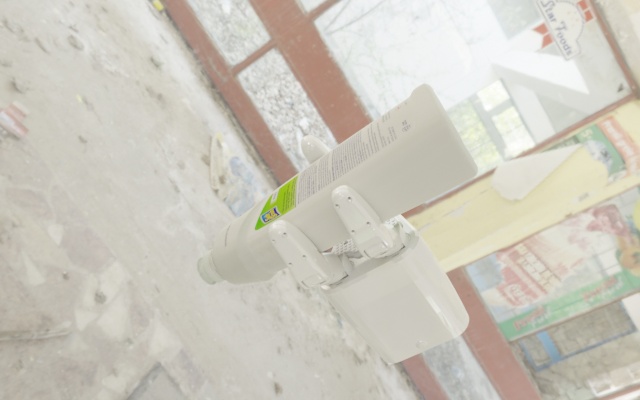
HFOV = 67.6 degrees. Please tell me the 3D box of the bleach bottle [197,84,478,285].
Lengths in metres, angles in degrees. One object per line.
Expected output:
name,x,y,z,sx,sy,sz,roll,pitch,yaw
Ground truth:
bleach bottle,0.000,0.001,0.409,0.251,0.068,0.102,-30,22,18
